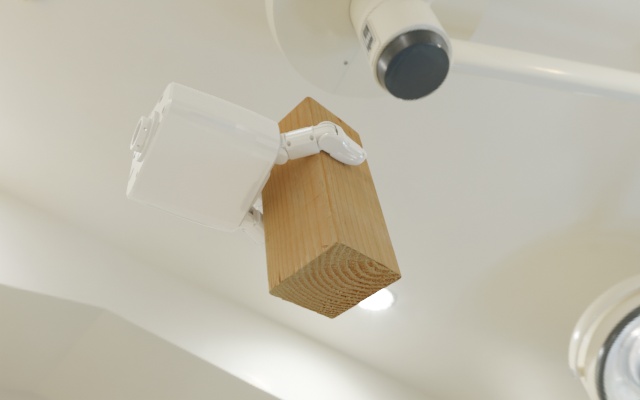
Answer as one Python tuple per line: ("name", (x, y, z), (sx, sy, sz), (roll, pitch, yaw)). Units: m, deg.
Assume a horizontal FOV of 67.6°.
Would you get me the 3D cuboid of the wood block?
("wood block", (0.000, 0.001, 0.495), (0.091, 0.206, 0.090), (-37, -49, 27))
